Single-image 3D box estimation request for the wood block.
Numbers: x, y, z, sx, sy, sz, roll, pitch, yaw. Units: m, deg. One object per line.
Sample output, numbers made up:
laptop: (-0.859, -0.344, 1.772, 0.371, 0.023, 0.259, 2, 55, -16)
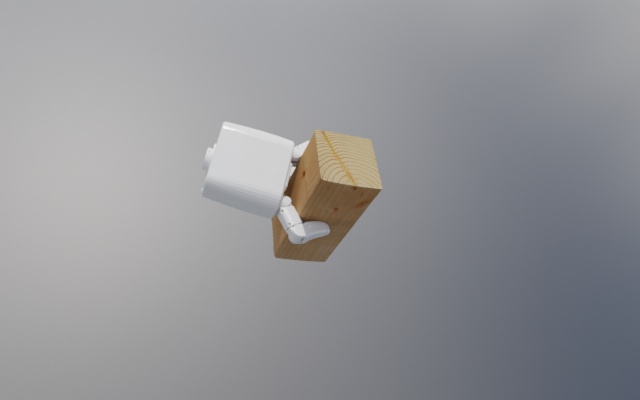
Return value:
wood block: (0.000, 0.002, 0.714, 0.090, 0.090, 0.206, 8, -37, -21)
